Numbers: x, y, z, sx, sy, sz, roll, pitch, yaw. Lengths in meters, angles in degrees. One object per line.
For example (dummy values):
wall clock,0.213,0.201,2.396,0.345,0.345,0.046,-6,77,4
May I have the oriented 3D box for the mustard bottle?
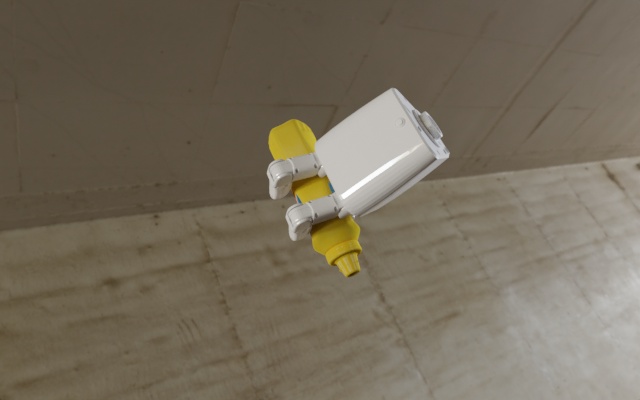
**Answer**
mustard bottle,0.000,0.002,0.568,0.058,0.191,0.096,-25,-23,0
